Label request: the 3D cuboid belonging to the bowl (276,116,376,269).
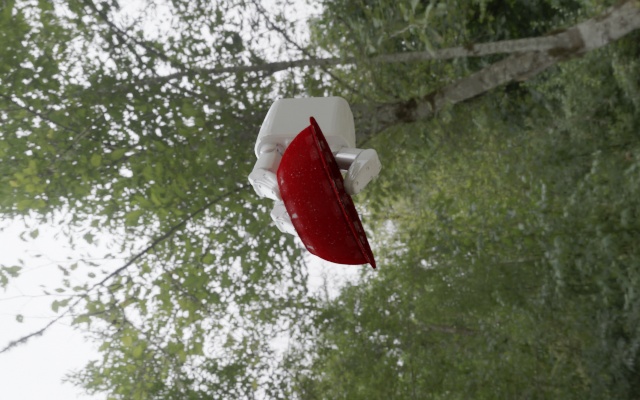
[{"bbox_3d":[0.000,0.002,0.472,0.055,0.162,0.162,-23,-2,6],"label":"bowl"}]
